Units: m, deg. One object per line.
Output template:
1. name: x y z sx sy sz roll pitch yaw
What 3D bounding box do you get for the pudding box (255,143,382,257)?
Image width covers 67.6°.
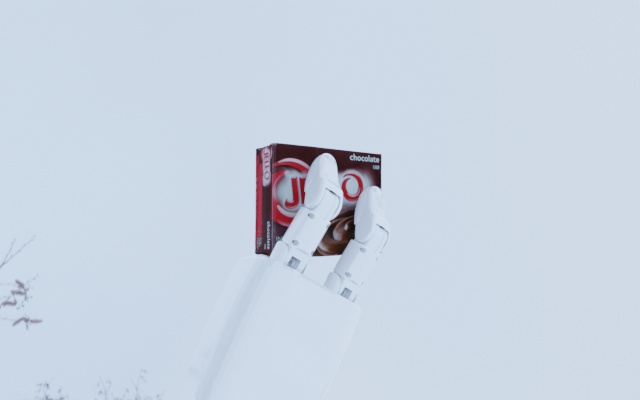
1. pudding box: 0.000 0.001 0.409 0.113 0.090 0.039 2 -2 -35
